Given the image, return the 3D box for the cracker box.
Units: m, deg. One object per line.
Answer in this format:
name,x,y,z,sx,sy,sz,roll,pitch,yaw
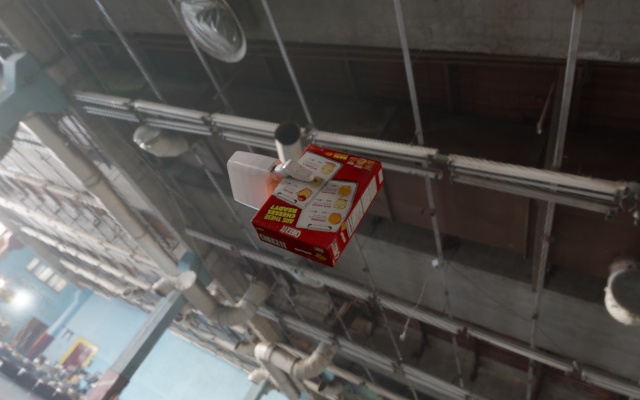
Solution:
cracker box,0.000,0.003,0.895,0.164,0.213,0.072,17,-33,28
